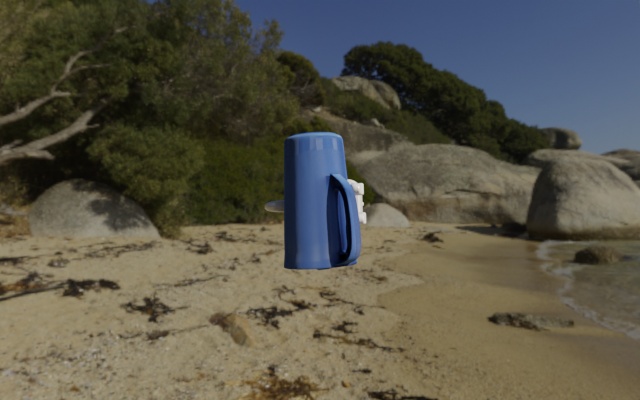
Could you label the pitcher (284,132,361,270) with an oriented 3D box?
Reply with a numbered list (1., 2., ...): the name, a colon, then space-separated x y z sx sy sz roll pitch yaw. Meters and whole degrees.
1. pitcher: 0.000 0.003 0.861 0.149 0.243 0.145 -4 -1 10
